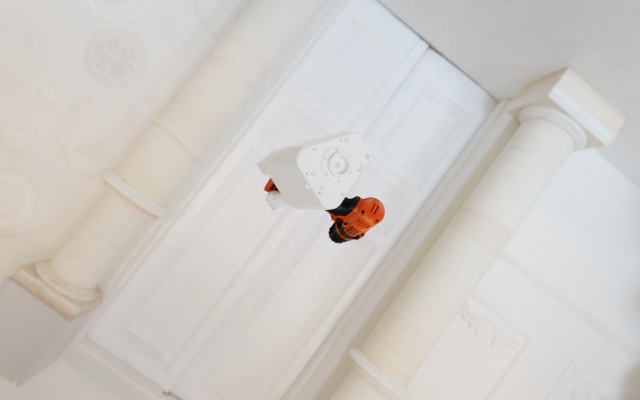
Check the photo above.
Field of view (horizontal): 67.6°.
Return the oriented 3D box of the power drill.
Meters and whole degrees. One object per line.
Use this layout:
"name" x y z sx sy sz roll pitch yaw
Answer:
"power drill" 0.000 0.002 0.810 0.187 0.057 0.184 31 -26 -7
